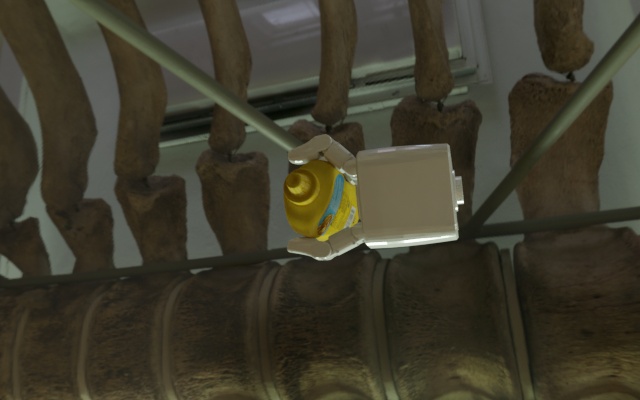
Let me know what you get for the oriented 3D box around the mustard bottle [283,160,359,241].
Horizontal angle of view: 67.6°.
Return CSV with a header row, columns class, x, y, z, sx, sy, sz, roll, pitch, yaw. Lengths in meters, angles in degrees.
class,x,y,z,sx,sy,sz,roll,pitch,yaw
mustard bottle,0.000,0.002,0.603,0.058,0.096,0.192,20,-7,21
